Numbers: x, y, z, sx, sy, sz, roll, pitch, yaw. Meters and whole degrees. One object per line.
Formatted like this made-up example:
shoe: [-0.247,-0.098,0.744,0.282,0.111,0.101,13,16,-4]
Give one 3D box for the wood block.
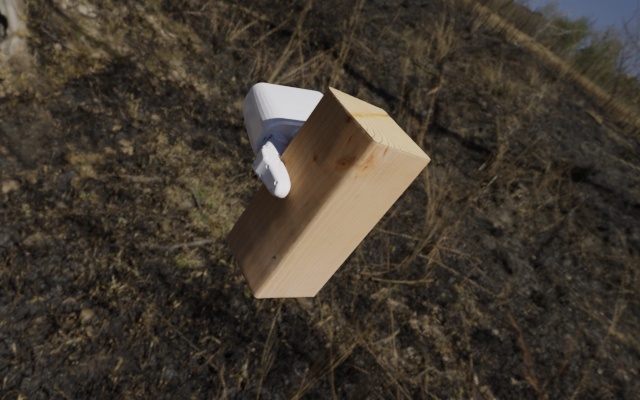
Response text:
wood block: [0.000,0.001,0.497,0.091,0.206,0.090,10,36,-45]
